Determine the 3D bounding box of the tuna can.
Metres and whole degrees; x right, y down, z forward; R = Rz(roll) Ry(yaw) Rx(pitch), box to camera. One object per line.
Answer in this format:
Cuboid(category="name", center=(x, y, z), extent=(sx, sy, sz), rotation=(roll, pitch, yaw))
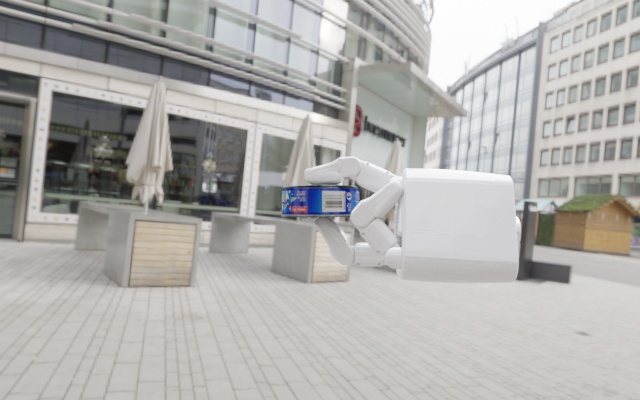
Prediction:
Cuboid(category="tuna can", center=(0.000, 0.001, 0.522), extent=(0.086, 0.034, 0.086), rotation=(0, -1, 0))
